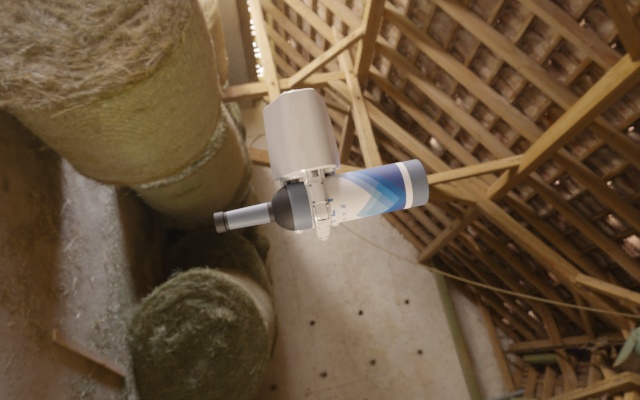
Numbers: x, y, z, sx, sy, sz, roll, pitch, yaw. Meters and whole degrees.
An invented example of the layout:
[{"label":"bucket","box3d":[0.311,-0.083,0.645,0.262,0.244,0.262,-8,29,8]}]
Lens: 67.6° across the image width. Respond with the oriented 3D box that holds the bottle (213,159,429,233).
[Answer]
[{"label":"bottle","box3d":[0.000,0.002,0.668,0.296,0.069,0.069,-11,1,-7]}]
